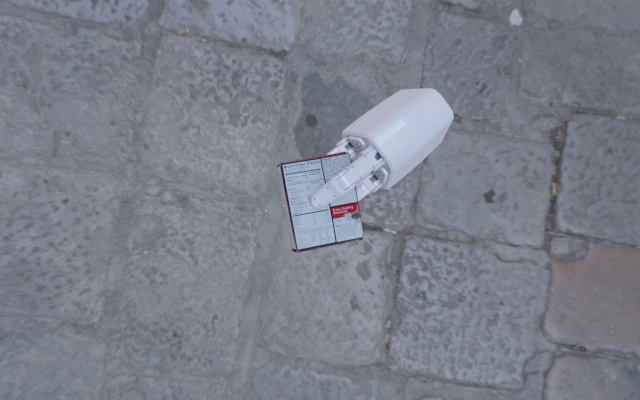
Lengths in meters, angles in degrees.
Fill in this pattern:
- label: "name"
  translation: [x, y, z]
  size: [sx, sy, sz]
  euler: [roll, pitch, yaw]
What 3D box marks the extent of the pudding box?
- label: "pudding box"
  translation: [0.000, 0.002, 0.595]
  size: [0.090, 0.113, 0.039]
  euler: [-10, -2, -10]
